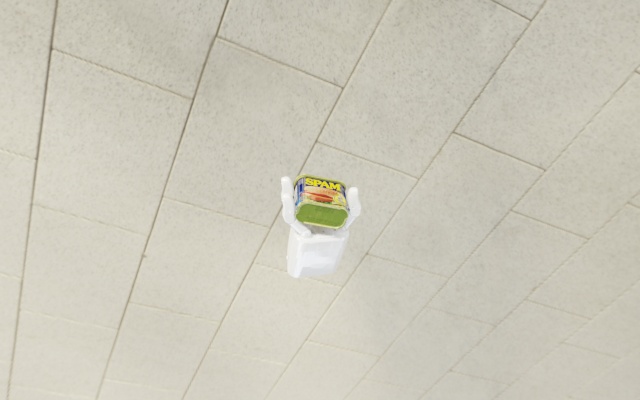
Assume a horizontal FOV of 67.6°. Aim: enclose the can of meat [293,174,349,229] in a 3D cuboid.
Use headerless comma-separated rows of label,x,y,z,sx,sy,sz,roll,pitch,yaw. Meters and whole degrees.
can of meat,0.000,0.003,0.893,0.102,0.057,0.084,10,37,-12
